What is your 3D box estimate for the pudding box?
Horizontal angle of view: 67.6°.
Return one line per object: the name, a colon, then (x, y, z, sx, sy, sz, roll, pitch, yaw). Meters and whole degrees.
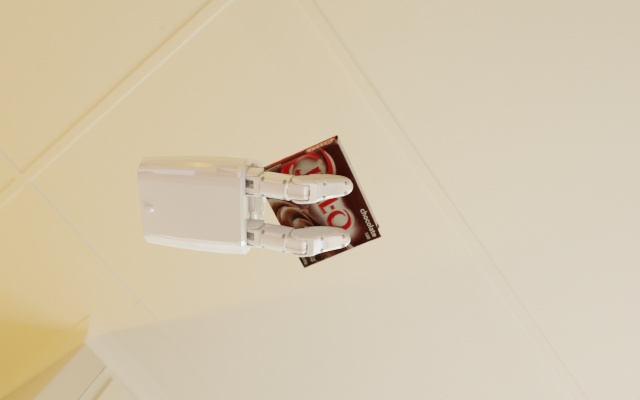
pudding box: (0.000, 0.002, 0.493, 0.090, 0.113, 0.039, -23, 18, 12)
